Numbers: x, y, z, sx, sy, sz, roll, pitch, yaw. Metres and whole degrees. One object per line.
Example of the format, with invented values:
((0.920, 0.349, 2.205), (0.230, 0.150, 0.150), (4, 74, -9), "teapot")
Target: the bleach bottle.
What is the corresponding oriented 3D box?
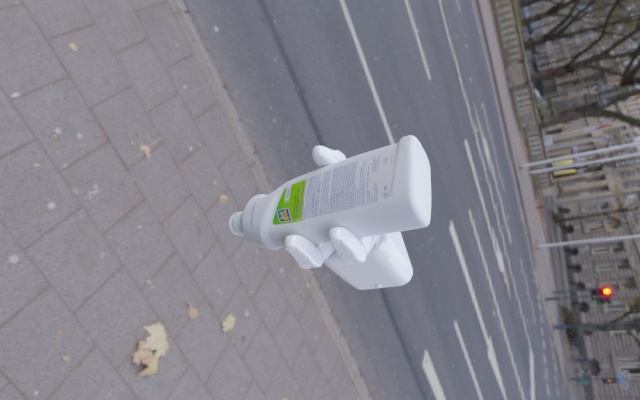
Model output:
((0.000, 0.002, 0.567), (0.251, 0.102, 0.068), (-12, -38, 27), "bleach bottle")
